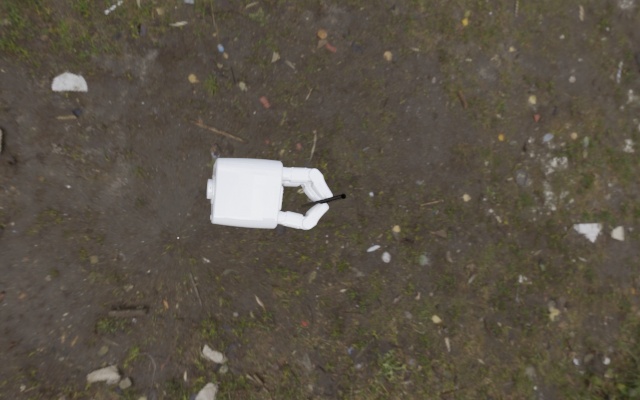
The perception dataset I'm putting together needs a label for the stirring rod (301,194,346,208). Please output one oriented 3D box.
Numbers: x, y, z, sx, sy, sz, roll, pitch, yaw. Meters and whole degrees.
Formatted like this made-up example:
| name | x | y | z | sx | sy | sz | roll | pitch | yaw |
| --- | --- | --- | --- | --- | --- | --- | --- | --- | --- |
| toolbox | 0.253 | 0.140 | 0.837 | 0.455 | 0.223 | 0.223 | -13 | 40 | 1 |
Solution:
| name | x | y | z | sx | sy | sz | roll | pitch | yaw |
| --- | --- | --- | --- | --- | --- | --- | --- | --- | --- |
| stirring rod | 0.000 | 0.003 | 0.828 | 0.011 | 0.011 | 0.239 | 0 | -4 | -17 |
